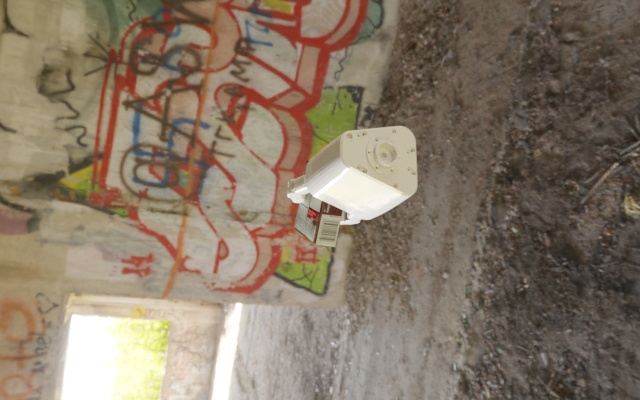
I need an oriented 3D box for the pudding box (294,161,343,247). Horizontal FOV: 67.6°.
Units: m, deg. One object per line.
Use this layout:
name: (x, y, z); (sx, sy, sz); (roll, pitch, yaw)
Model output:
pudding box: (0.000, 0.002, 0.707); (0.039, 0.113, 0.090); (9, 9, -23)
